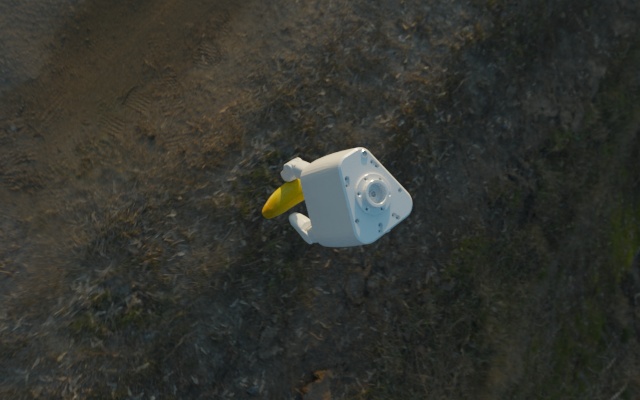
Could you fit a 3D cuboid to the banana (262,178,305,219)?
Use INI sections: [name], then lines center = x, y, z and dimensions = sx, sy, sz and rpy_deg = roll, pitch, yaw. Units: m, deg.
[banana]
center = 0.001, -0.016, 0.739
dimensions = 0.198, 0.069, 0.037
rpy_deg = -6, 1, -27
